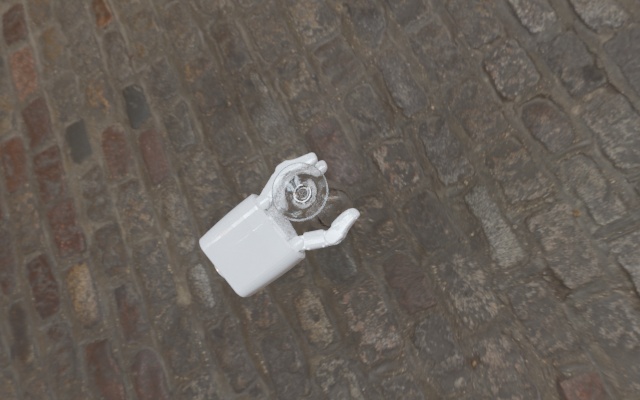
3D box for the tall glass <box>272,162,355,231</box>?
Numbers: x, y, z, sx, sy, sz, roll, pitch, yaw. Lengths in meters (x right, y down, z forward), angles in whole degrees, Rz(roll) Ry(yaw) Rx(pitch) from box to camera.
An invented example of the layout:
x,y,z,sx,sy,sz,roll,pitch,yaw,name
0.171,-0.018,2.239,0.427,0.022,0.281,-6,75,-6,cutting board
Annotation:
x,y,z,sx,sy,sz,roll,pitch,yaw,name
0.000,0.002,0.687,0.079,0.079,0.201,0,-7,16,tall glass
